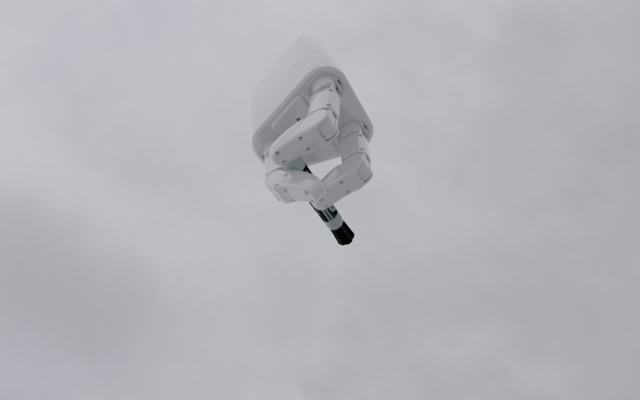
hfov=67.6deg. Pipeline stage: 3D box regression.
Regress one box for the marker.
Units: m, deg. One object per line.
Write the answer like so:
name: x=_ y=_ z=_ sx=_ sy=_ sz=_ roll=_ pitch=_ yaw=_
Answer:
marker: x=0.000 y=0.001 z=0.441 sx=0.020 sy=0.020 sz=0.121 roll=0 pitch=-41 yaw=38
